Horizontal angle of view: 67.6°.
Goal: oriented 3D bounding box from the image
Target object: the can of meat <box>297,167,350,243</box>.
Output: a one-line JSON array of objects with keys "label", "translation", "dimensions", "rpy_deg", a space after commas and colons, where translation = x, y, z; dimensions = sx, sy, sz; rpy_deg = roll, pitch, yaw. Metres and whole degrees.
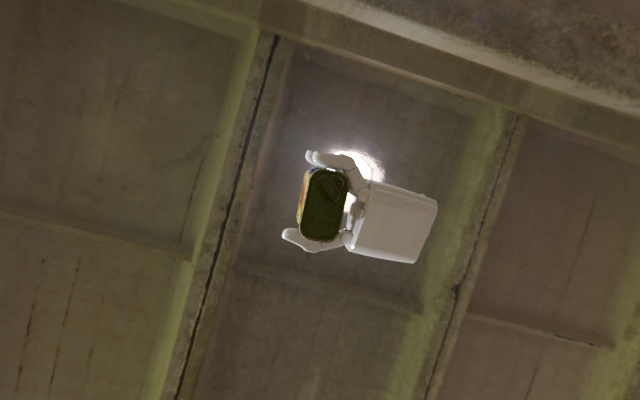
[{"label": "can of meat", "translation": [0.000, 0.002, 0.698], "dimensions": [0.057, 0.102, 0.084], "rpy_deg": [11, 6, -9]}]
